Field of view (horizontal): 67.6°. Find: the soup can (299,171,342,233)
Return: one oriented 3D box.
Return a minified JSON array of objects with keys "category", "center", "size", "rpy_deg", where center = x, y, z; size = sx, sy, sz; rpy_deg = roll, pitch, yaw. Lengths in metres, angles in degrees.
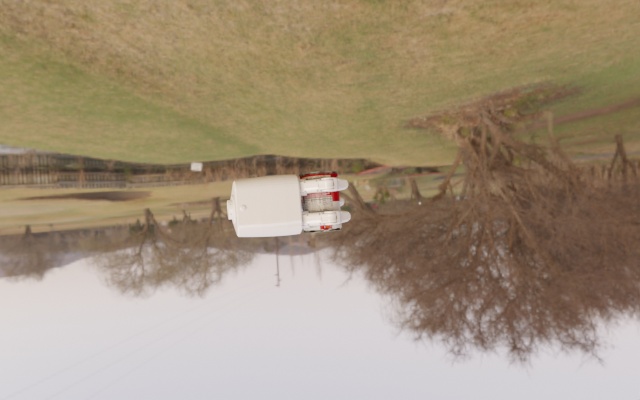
[{"category":"soup can","center":[0.001,0.003,0.829],"size":[0.068,0.102,0.068],"rpy_deg":[-5,-1,0]}]
